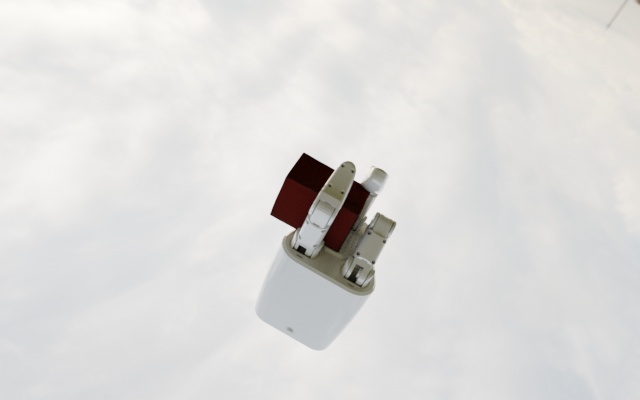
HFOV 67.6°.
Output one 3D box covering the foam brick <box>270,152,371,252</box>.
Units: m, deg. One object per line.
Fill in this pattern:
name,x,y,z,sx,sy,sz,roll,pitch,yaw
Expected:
foam brick,0.000,0.001,0.461,0.078,0.051,0.053,29,36,2
